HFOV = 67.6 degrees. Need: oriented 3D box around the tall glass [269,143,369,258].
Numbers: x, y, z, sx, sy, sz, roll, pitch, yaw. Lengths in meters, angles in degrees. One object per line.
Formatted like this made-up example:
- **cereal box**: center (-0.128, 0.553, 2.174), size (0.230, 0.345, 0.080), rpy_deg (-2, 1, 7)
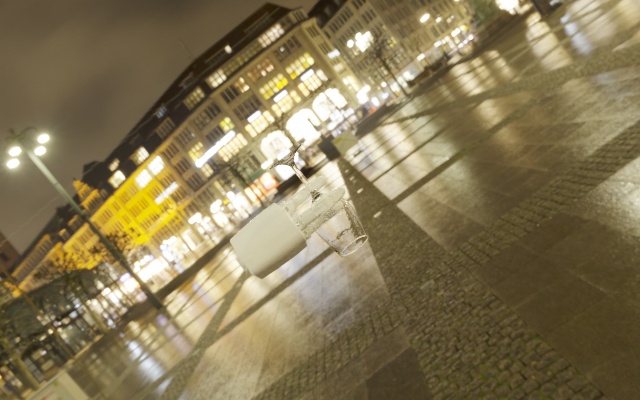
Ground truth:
- **tall glass**: center (0.000, 0.002, 0.829), size (0.079, 0.201, 0.079), rpy_deg (-37, 6, 4)
